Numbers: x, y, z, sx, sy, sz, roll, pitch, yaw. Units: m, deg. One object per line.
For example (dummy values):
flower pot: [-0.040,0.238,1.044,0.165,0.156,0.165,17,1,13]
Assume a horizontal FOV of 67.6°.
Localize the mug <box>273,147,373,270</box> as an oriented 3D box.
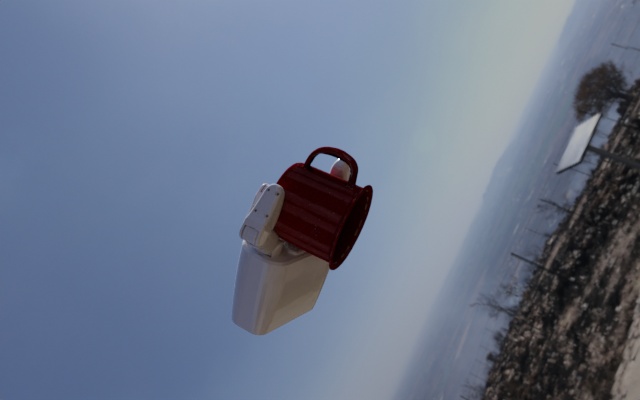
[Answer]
mug: [0.000,0.000,0.481,0.081,0.117,0.093,24,28,17]
